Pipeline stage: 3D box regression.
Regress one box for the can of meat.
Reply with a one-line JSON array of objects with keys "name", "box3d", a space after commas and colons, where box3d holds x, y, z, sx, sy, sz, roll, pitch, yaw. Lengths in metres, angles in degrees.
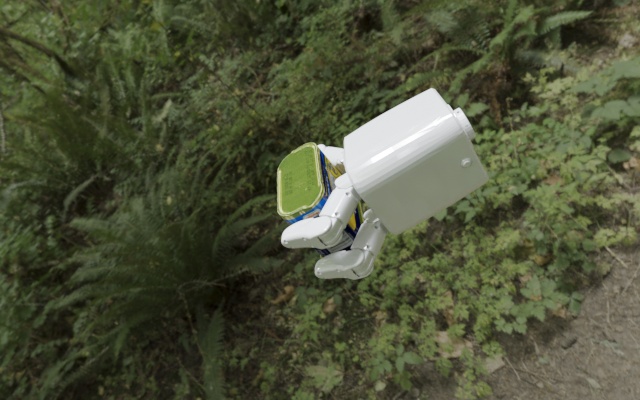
[{"name": "can of meat", "box3d": [0.000, 0.001, 0.495, 0.057, 0.102, 0.084, -28, -51, 18]}]
